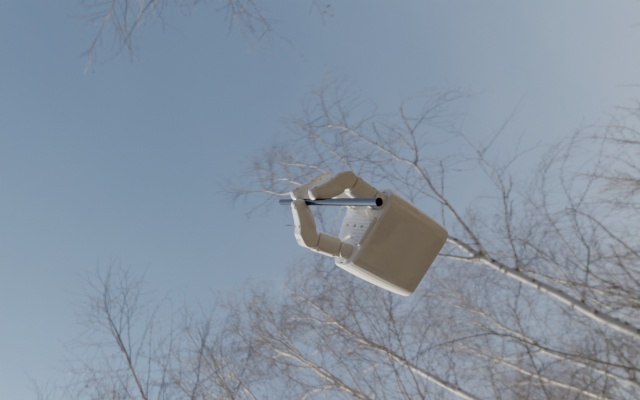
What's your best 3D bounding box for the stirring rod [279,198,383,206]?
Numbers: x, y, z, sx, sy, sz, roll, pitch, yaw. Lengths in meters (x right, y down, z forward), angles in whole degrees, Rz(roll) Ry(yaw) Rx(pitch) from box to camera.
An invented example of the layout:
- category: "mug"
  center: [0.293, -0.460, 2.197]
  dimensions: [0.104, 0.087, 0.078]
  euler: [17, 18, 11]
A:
- category: "stirring rod"
  center: [0.000, 0.002, 0.537]
  dimensions: [0.011, 0.011, 0.239]
  euler: [0, 0, -26]
